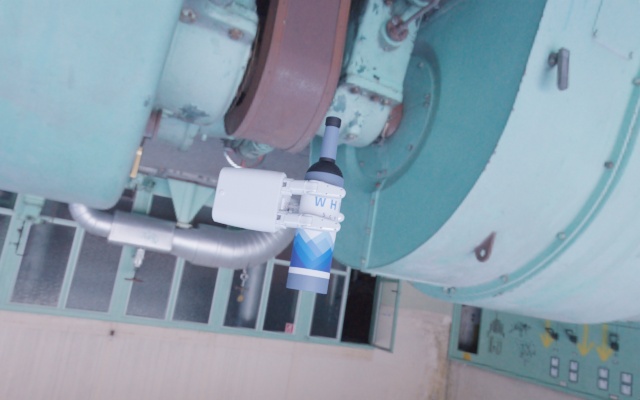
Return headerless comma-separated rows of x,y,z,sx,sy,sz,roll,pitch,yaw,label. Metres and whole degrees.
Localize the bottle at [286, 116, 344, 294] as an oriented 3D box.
0.000,0.003,0.796,0.069,0.295,0.069,9,-10,2,bottle
